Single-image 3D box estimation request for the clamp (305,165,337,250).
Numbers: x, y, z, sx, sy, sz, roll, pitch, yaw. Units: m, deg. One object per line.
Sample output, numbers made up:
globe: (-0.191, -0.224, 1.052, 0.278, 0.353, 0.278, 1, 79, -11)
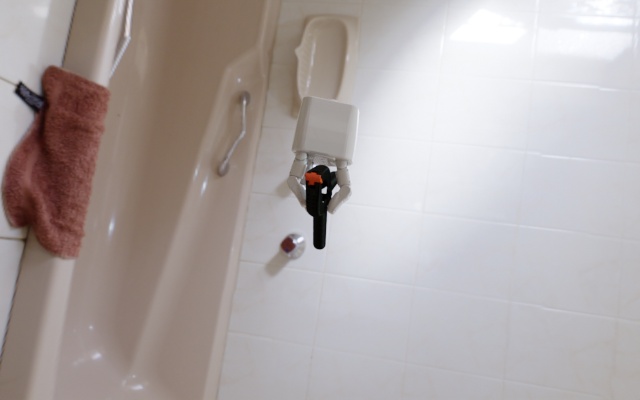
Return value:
clamp: (0.001, 0.003, 0.877, 0.036, 0.164, 0.210, 9, -9, 11)
